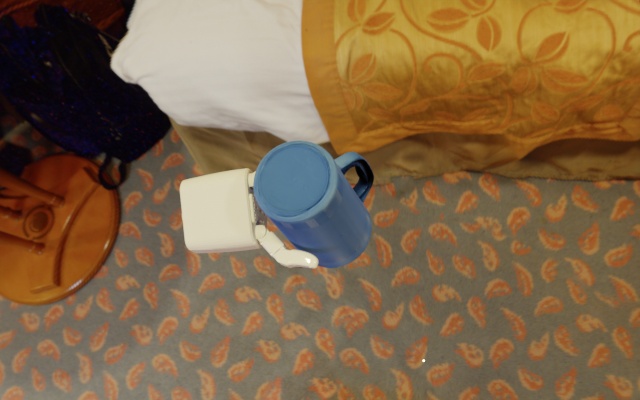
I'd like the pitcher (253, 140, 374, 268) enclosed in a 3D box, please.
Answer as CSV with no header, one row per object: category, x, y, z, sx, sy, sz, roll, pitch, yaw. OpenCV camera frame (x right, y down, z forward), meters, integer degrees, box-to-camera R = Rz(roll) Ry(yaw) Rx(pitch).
pitcher,0.000,0.002,0.684,0.145,0.149,0.243,-5,-19,11
